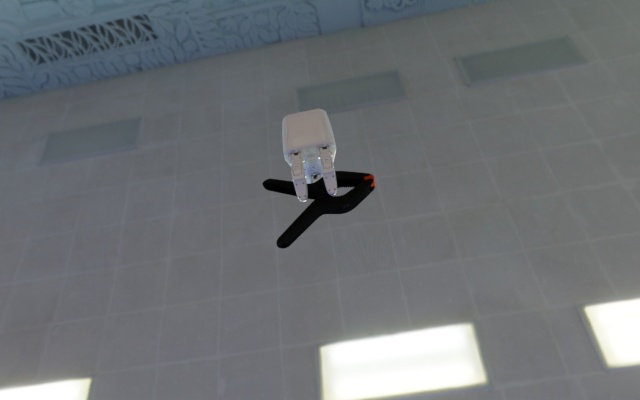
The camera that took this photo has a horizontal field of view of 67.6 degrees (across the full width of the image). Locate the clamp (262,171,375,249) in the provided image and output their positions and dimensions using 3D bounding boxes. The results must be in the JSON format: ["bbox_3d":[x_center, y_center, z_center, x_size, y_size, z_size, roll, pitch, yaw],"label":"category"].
[{"bbox_3d":[0.001,0.003,0.870,0.210,0.164,0.036,-12,-41,3],"label":"clamp"}]
